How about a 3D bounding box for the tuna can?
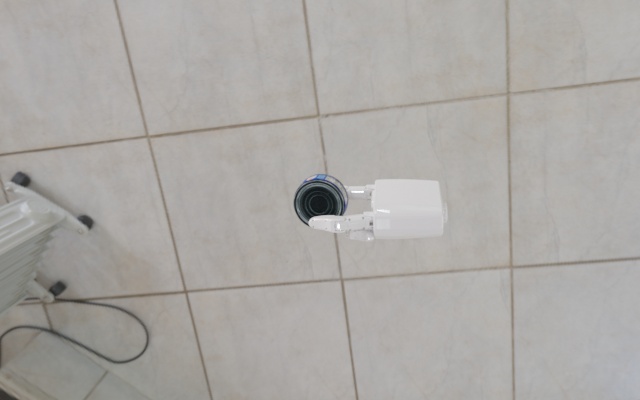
[{"bbox_3d":[0.000,0.003,0.768,0.086,0.086,0.033,0,18,12],"label":"tuna can"}]
